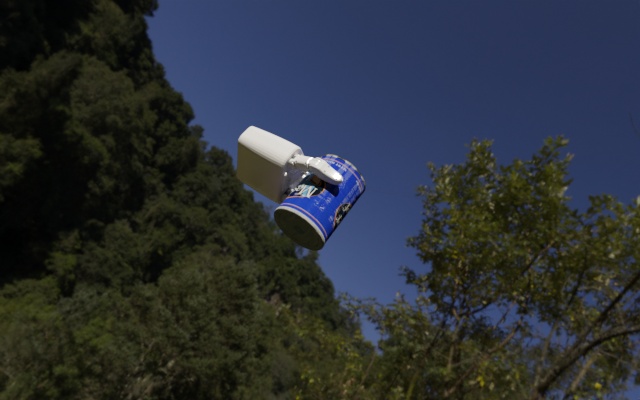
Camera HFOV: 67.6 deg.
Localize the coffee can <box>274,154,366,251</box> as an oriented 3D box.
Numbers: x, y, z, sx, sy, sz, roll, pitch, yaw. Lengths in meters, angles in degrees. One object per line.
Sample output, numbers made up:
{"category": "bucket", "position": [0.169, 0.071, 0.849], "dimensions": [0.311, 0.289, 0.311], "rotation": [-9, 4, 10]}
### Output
{"category": "coffee can", "position": [0.000, 0.003, 0.839], "dimensions": [0.103, 0.103, 0.140], "rotation": [0, 43, 50]}
